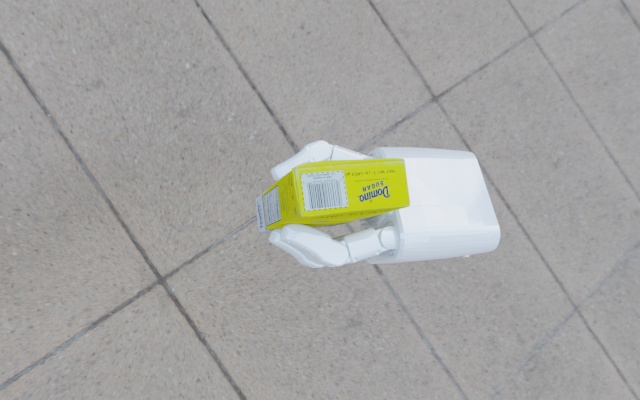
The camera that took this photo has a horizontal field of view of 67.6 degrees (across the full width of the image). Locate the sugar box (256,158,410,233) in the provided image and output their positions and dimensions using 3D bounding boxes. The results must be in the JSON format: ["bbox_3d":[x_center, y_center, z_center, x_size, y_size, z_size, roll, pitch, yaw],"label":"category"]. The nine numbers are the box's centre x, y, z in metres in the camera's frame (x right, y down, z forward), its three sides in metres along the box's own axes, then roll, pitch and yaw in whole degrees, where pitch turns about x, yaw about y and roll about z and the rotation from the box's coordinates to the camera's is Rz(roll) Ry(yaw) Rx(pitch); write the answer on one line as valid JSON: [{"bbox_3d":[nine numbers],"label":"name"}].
[{"bbox_3d":[0.000,0.002,0.443,0.093,0.048,0.176,-4,-9,-17],"label":"sugar box"}]
